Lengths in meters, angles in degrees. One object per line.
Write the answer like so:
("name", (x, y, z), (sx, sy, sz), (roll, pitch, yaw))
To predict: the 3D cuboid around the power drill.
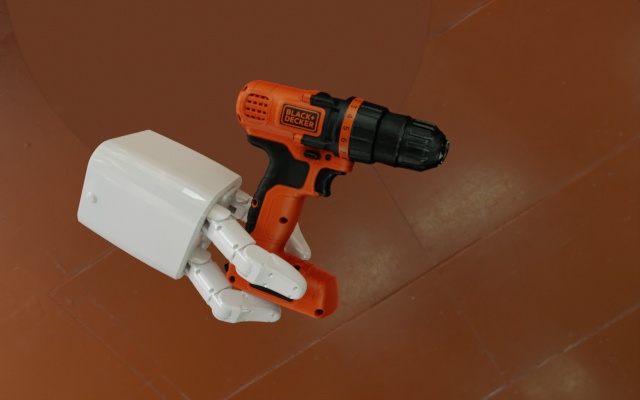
("power drill", (0.000, 0.002, 0.416), (0.184, 0.188, 0.057), (17, 10, 18))
